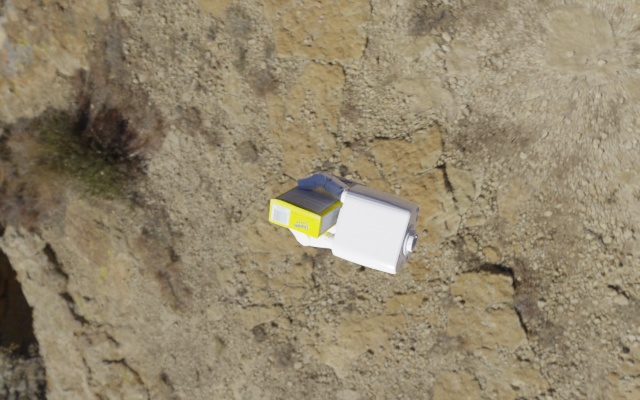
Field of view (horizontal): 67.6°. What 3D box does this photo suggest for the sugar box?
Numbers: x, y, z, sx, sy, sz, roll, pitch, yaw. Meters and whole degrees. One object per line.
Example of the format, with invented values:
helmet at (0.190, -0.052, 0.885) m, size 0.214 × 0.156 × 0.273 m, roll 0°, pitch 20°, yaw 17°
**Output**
sugar box at (0.000, 0.003, 0.807) m, size 0.093 × 0.048 × 0.176 m, roll 20°, pitch 24°, yaw 23°
